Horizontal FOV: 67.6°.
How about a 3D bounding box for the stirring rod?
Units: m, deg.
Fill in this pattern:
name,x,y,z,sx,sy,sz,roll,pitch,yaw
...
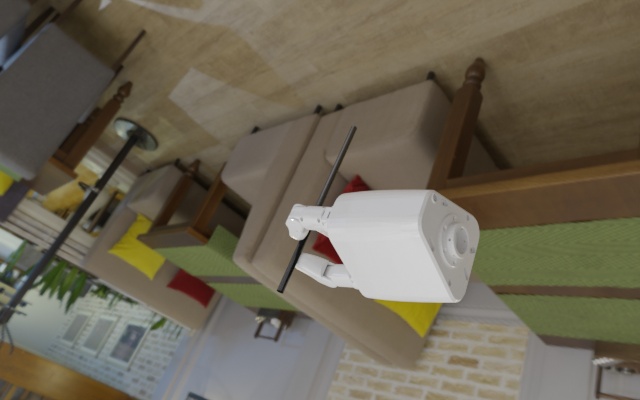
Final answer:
name,x,y,z,sx,sy,sz,roll,pitch,yaw
stirring rod,0.000,0.002,0.574,0.011,0.239,0.011,19,-27,10
